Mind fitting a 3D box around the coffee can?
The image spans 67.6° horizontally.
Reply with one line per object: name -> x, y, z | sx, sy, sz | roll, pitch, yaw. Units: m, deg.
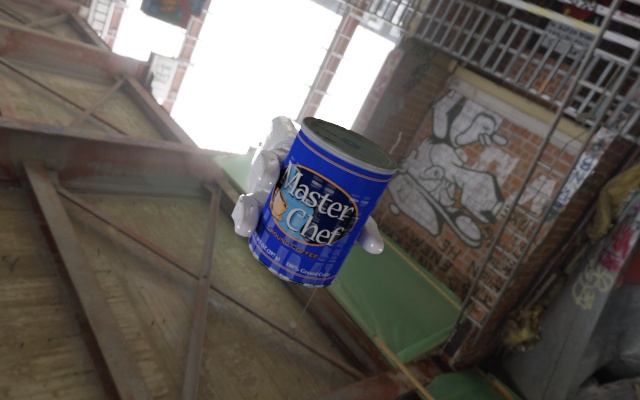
coffee can -> 0.000, 0.002, 0.483 | 0.103, 0.140, 0.102 | 23, 20, -9
